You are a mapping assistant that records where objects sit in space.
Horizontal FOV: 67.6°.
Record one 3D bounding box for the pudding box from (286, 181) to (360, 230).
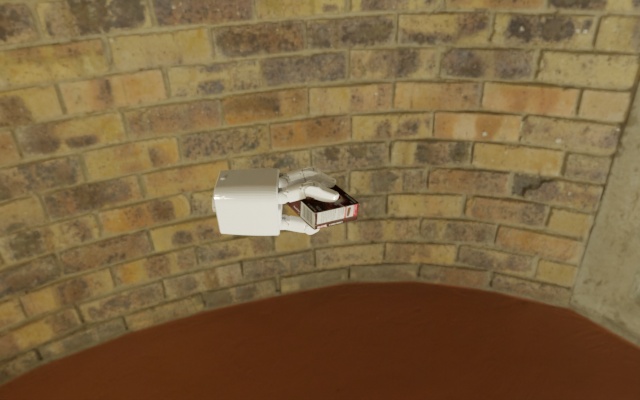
[{"bbox_3d":[0.000,0.003,0.837,0.090,0.039,0.113,-13,35,-28],"label":"pudding box"}]
